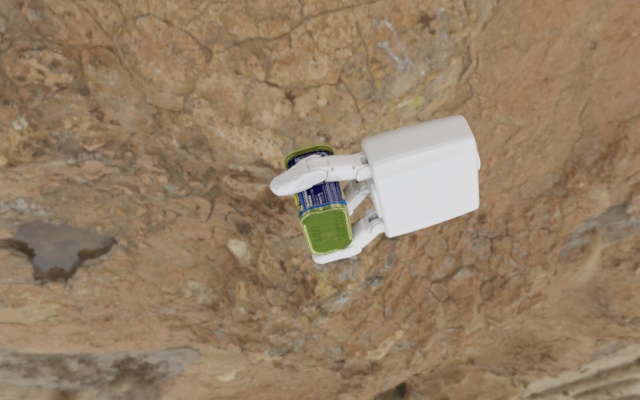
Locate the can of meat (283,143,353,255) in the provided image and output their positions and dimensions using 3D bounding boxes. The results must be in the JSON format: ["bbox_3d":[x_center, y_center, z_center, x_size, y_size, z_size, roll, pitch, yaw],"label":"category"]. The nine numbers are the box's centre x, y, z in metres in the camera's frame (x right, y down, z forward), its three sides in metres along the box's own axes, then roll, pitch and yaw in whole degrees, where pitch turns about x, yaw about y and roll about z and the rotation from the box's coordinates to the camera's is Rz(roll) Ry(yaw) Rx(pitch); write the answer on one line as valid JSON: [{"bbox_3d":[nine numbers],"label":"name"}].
[{"bbox_3d":[0.000,0.002,0.531,0.057,0.084,0.102,-15,-33,0],"label":"can of meat"}]
